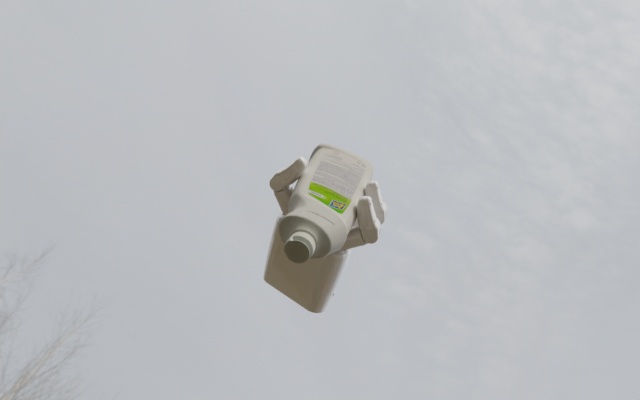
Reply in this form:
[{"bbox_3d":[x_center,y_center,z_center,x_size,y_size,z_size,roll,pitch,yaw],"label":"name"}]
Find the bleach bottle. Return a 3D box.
[{"bbox_3d":[0.000,0.002,0.616,0.102,0.068,0.250,21,28,7],"label":"bleach bottle"}]
